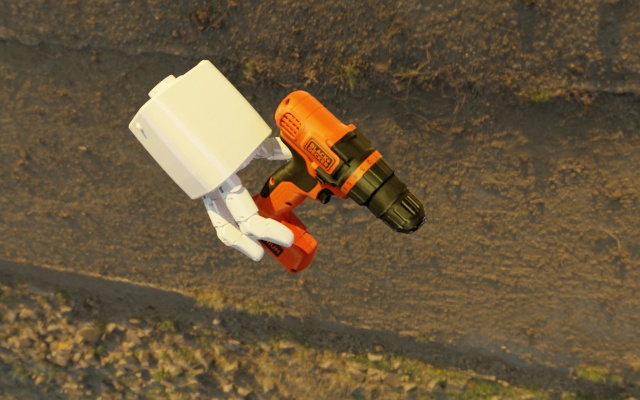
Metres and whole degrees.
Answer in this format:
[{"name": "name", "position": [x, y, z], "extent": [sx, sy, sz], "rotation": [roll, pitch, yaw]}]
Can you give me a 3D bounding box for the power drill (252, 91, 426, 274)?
[{"name": "power drill", "position": [0.000, 0.002, 0.521], "extent": [0.057, 0.184, 0.188], "rotation": [-37, -10, -48]}]
